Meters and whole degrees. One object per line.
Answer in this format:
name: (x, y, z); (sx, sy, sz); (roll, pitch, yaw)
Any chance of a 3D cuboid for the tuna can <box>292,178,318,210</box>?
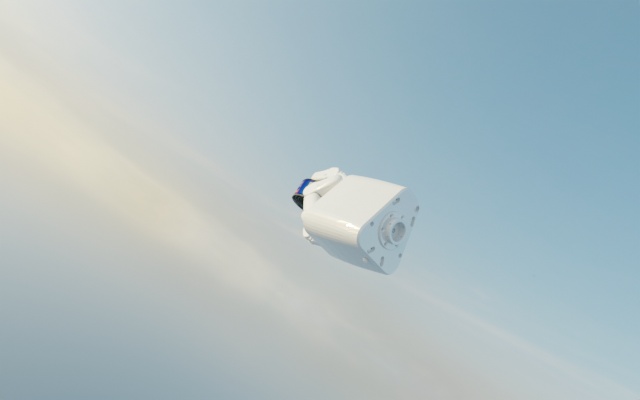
tuna can: (0.000, 0.002, 0.751); (0.086, 0.033, 0.086); (28, -16, 9)
